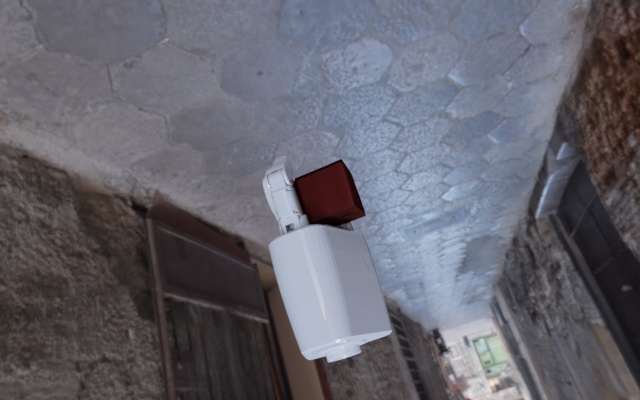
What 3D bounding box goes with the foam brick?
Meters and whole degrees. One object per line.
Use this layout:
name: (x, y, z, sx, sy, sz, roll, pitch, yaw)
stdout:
foam brick: (0.000, 0.001, 0.491, 0.078, 0.051, 0.053, -22, -19, 11)
